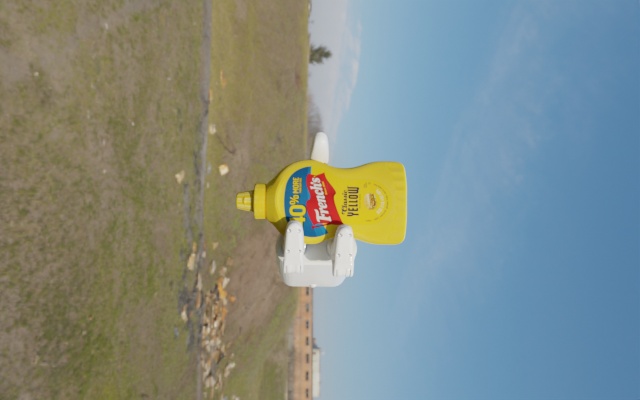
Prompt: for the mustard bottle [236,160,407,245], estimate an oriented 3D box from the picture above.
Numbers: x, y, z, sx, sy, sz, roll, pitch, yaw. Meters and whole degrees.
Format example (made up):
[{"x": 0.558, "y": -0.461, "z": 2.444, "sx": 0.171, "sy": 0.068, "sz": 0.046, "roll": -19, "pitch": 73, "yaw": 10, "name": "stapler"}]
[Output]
[{"x": 0.000, "y": 0.002, "z": 0.549, "sx": 0.191, "sy": 0.096, "sz": 0.058, "roll": 1, "pitch": -2, "yaw": -3, "name": "mustard bottle"}]
